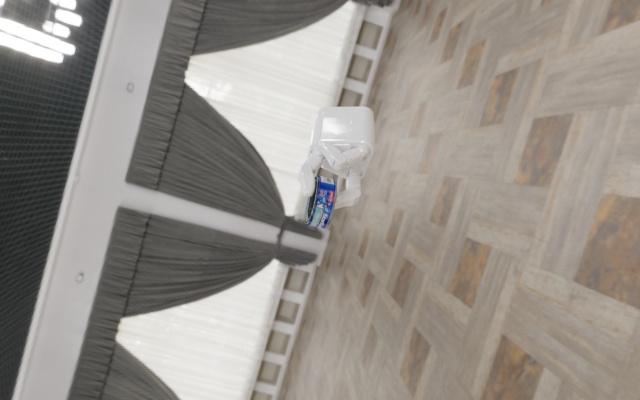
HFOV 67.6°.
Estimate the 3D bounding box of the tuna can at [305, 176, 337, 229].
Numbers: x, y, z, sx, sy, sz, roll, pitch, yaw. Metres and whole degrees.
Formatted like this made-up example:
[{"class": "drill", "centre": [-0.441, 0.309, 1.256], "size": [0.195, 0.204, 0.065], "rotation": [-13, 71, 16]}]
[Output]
[{"class": "tuna can", "centre": [0.000, 0.003, 0.796], "size": [0.034, 0.086, 0.086], "rotation": [12, -2, -10]}]
